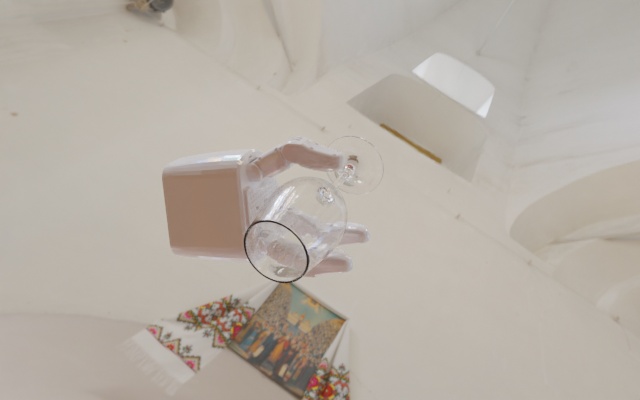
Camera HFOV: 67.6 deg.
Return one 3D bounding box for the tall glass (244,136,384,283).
[{"bbox_3d":[0.000,0.001,0.480,0.079,0.079,0.201,0,25,25],"label":"tall glass"}]
